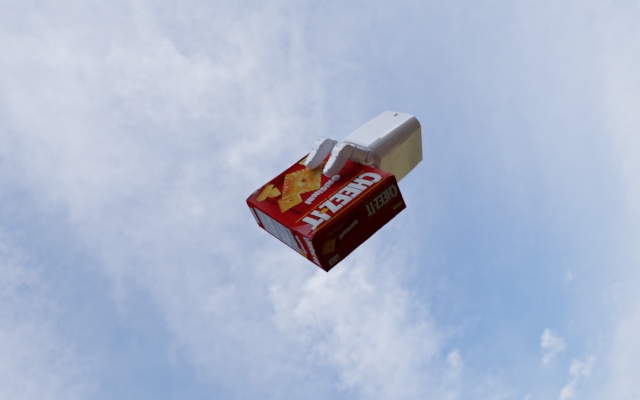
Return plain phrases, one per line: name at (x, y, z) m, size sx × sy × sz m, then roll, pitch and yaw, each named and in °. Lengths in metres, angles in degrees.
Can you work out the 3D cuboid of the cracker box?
cracker box at (0.000, 0.003, 0.758) m, size 0.164 × 0.072 × 0.213 m, roll -37°, pitch 33°, yaw -19°
